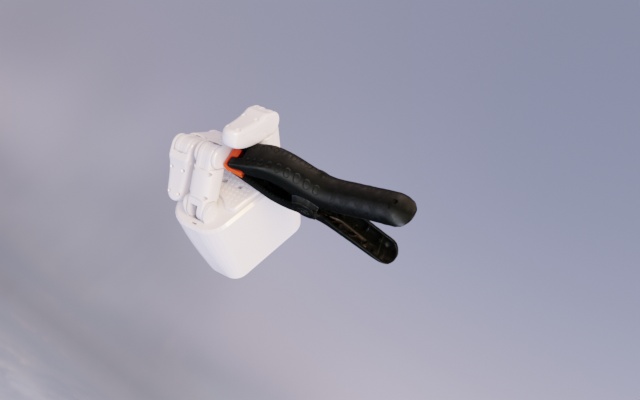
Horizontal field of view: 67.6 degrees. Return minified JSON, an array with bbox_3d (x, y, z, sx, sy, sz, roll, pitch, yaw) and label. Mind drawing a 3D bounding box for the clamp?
[{"bbox_3d":[0.000,0.002,0.407,0.171,0.039,0.120,25,-25,21],"label":"clamp"}]
